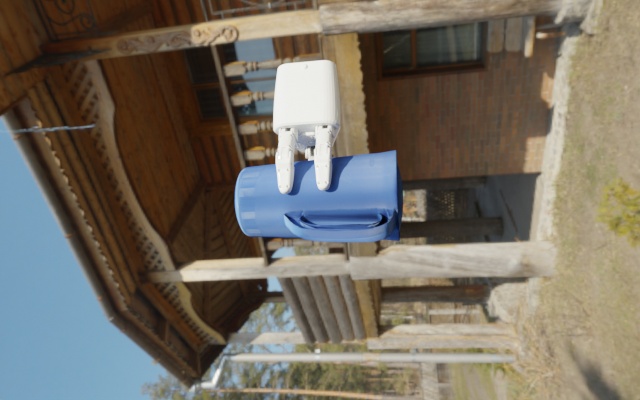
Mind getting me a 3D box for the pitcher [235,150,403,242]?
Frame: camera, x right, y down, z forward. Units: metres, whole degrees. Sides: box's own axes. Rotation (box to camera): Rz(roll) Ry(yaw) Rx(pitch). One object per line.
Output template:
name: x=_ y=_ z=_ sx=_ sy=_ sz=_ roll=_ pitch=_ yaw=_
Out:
pitcher: x=0.000 y=0.002 z=0.710 sx=0.243 sy=0.145 sz=0.149 roll=-3 pitch=-14 yaw=9
